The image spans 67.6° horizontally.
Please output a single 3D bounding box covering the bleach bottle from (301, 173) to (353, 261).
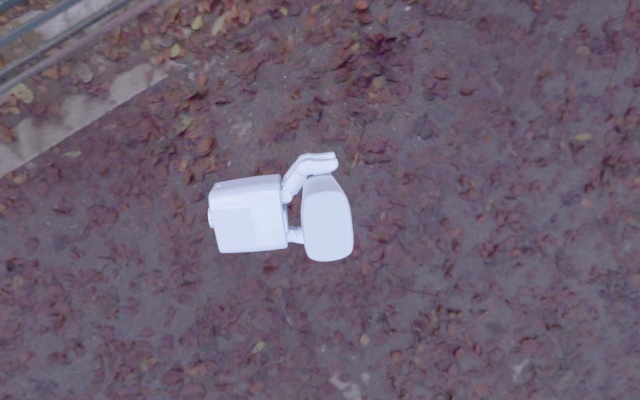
[{"bbox_3d":[0.000,0.002,0.750,0.068,0.102,0.250,-6,15,-3],"label":"bleach bottle"}]
